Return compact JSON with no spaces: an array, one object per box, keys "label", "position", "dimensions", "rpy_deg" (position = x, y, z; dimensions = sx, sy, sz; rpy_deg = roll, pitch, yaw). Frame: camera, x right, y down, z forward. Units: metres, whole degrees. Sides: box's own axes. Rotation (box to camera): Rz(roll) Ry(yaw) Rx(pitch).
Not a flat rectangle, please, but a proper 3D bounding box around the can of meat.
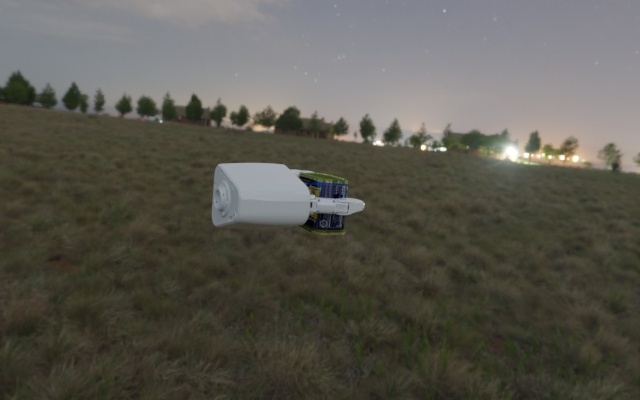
[{"label":"can of meat","position":[0.000,0.002,0.751],"dimensions":[0.057,0.084,0.102],"rpy_deg":[1,9,-28]}]
